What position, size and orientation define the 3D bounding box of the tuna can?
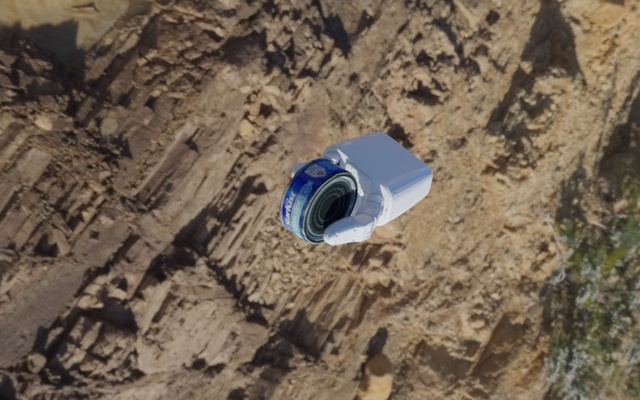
[{"bbox_3d":[0.000,0.002,0.497,0.033,0.086,0.086,32,19,33],"label":"tuna can"}]
